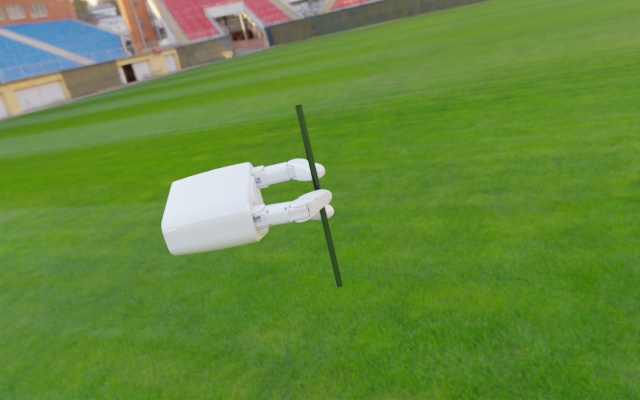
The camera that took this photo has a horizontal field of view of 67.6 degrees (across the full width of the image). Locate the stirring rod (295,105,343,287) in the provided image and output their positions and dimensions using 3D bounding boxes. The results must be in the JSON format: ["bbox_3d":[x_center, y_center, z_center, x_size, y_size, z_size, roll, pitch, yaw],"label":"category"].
[{"bbox_3d":[0.000,0.002,0.587,0.011,0.240,0.011,-11,20,4],"label":"stirring rod"}]
